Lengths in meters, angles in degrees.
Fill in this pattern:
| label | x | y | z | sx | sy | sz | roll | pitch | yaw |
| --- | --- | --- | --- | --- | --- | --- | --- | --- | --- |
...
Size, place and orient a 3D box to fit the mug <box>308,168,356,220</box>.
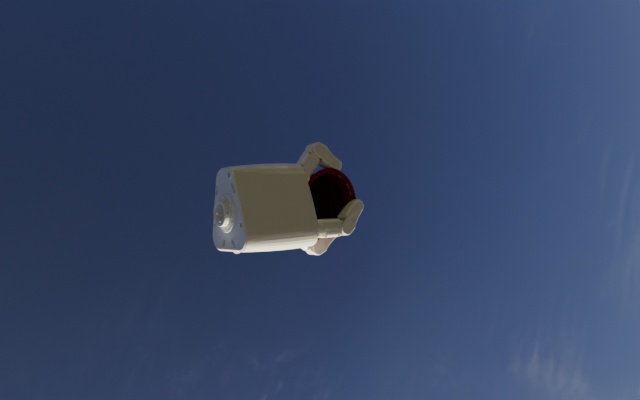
| label | x | y | z | sx | sy | sz | roll | pitch | yaw |
| --- | --- | --- | --- | --- | --- | --- | --- | --- | --- |
| mug | 0.001 | 0.002 | 0.704 | 0.117 | 0.093 | 0.081 | -3 | -1 | -38 |
